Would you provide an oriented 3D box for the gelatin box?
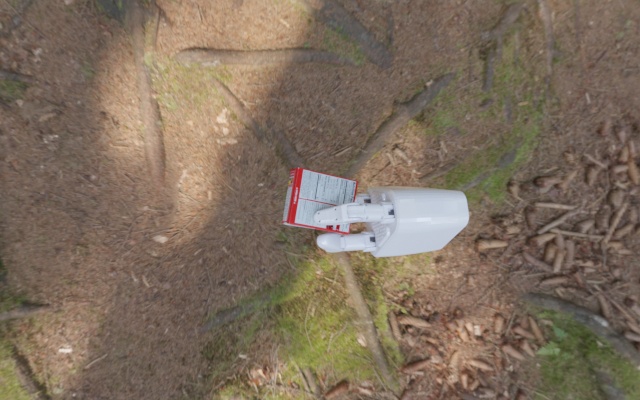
[{"bbox_3d":[0.000,0.002,0.620,0.089,0.073,0.030,11,-6,-23],"label":"gelatin box"}]
